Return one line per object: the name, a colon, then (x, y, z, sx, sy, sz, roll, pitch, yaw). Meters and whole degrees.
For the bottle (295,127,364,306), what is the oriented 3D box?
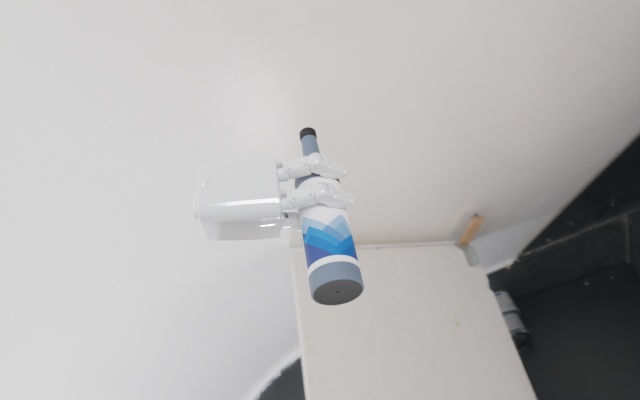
bottle: (0.000, 0.002, 0.679, 0.069, 0.295, 0.069, -6, -40, -5)
